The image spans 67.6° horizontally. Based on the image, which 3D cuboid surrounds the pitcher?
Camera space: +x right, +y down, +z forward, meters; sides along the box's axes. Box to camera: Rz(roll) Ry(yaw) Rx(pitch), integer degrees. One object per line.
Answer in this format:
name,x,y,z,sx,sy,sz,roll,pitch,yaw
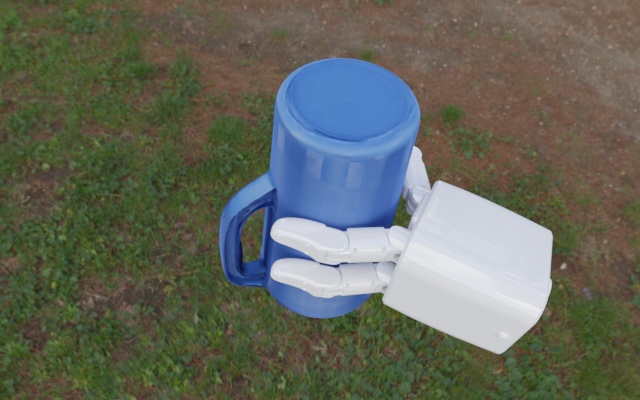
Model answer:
pitcher,0.000,0.001,0.436,0.145,0.149,0.243,25,-36,12
